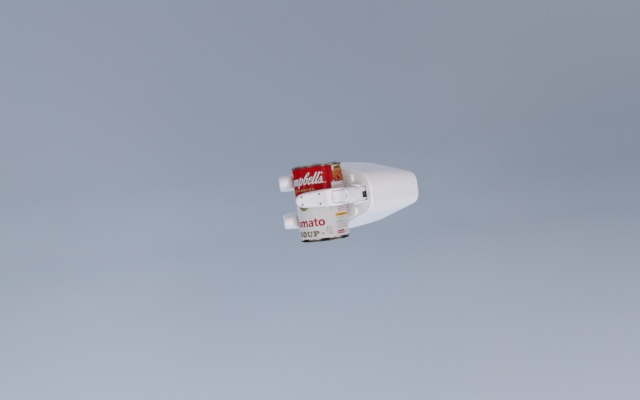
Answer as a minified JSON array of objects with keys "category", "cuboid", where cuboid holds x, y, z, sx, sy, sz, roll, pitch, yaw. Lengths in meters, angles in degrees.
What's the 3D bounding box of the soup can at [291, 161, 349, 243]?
[{"category":"soup can","cuboid":[0.000,0.002,0.649,0.068,0.102,0.068,-7,1,0]}]
